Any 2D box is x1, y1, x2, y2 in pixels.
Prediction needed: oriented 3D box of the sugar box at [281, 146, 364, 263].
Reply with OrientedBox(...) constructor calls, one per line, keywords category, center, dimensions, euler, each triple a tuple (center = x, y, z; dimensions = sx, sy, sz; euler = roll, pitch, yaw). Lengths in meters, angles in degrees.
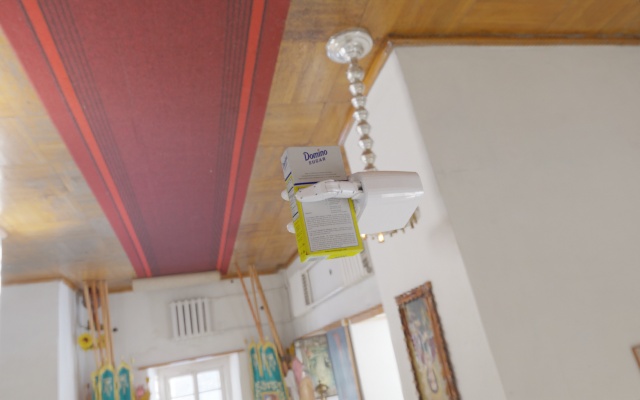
OrientedBox(category="sugar box", center=(0.000, 0.003, 0.742), dimensions=(0.093, 0.176, 0.048), euler=(-4, -21, -22))
